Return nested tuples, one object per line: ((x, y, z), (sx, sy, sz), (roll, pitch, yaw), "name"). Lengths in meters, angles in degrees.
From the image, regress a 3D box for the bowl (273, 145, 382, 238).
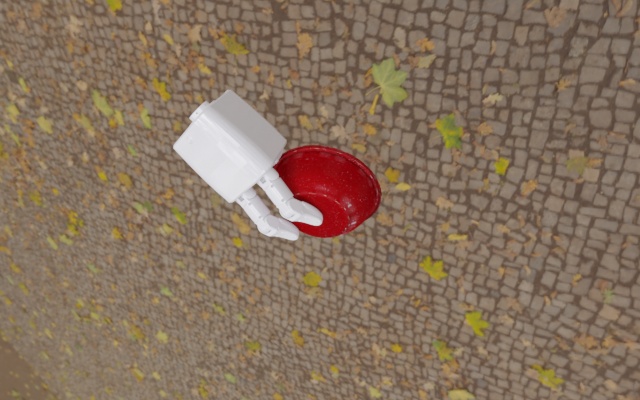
((0.001, 0.003, 0.658), (0.162, 0.055, 0.162), (10, -41, 9), "bowl")
